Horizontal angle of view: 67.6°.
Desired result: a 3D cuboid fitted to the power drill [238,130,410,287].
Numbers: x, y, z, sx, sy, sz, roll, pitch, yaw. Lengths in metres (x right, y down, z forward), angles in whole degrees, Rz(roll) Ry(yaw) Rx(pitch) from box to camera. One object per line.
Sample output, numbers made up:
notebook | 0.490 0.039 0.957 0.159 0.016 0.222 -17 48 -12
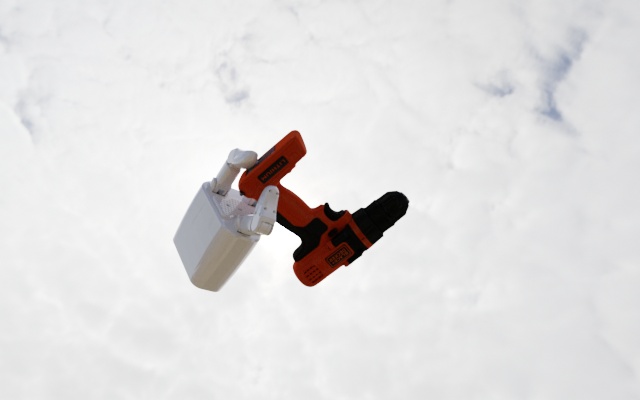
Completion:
power drill | 0.000 0.002 0.624 0.184 0.188 0.057 -39 16 5
